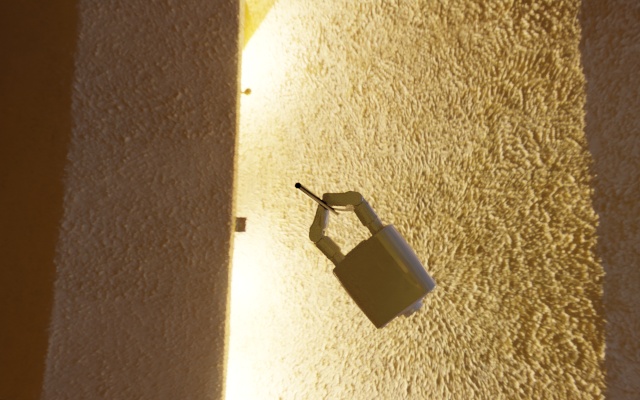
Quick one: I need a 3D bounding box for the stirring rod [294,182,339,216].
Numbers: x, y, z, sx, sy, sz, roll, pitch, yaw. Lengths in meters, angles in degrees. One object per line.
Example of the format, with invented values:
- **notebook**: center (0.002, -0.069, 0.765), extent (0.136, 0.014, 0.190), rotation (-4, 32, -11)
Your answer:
- **stirring rod**: center (0.000, 0.002, 0.653), extent (0.011, 0.011, 0.239), rotation (0, -9, 12)
